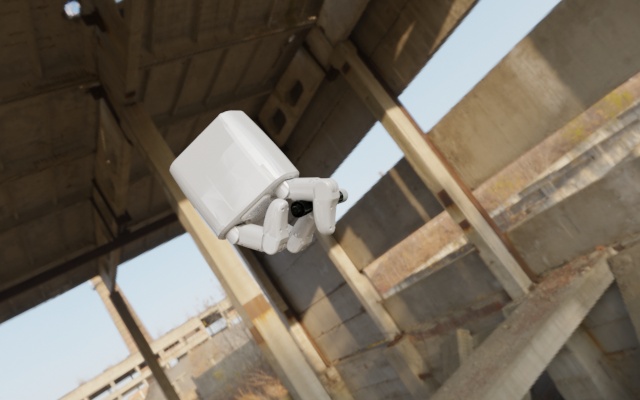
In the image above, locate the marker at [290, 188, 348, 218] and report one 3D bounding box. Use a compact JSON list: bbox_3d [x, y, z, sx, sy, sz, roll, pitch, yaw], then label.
[{"bbox_3d":[0.000,0.002,0.557,0.020,0.020,0.121,0,8,27],"label":"marker"}]
